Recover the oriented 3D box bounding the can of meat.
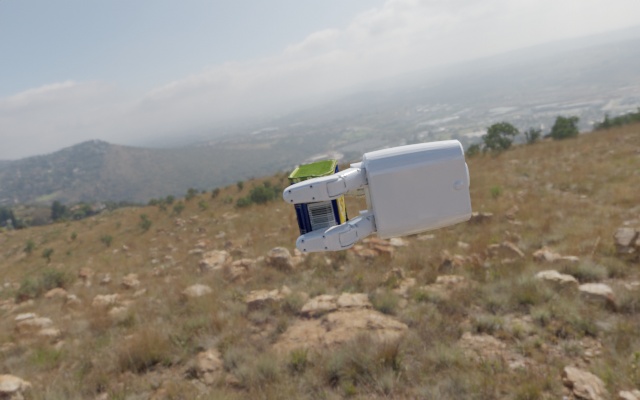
[{"bbox_3d":[0.000,0.002,0.560,0.057,0.084,0.102,-10,13,7],"label":"can of meat"}]
